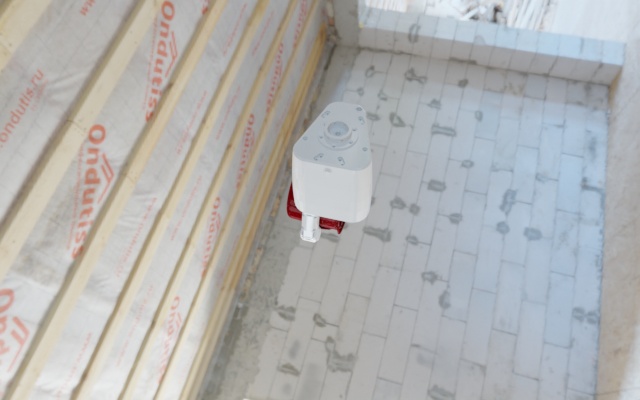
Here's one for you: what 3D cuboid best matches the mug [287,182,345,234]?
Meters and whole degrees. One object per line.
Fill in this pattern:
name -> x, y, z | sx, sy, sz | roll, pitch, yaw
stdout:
mug -> 0.000, 0.003, 0.712 | 0.081, 0.093, 0.117 | 14, -36, 9
